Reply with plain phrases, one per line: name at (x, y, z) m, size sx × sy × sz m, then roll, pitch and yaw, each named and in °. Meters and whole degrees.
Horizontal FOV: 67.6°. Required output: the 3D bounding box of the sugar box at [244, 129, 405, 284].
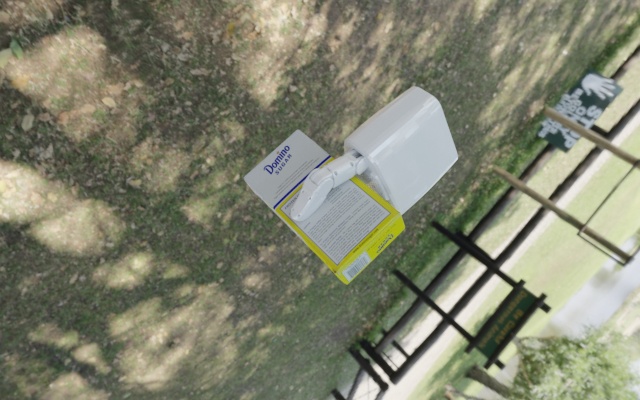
sugar box at (0.000, 0.002, 0.546) m, size 0.176 × 0.093 × 0.048 m, roll 43°, pitch -9°, yaw 34°
